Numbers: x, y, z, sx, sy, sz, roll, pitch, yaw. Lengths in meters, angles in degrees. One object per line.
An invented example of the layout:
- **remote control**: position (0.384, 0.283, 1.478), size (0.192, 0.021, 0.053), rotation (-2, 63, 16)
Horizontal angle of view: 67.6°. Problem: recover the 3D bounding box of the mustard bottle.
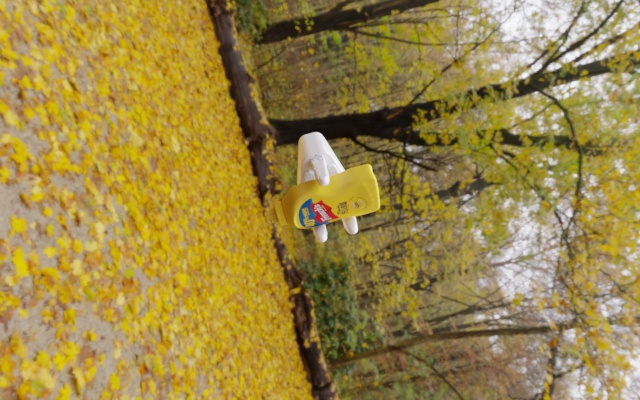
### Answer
- **mustard bottle**: position (0.000, 0.003, 0.799), size (0.191, 0.058, 0.096), rotation (-15, -36, 0)
